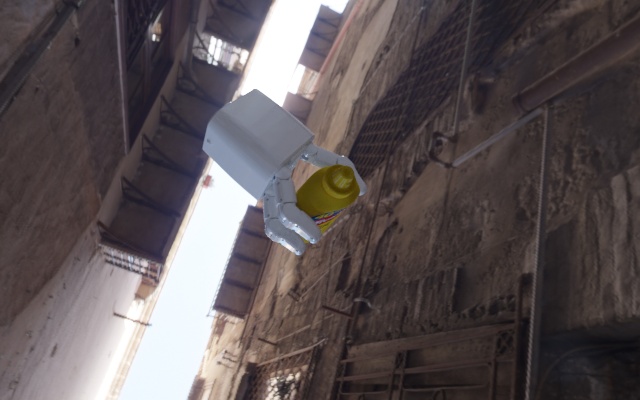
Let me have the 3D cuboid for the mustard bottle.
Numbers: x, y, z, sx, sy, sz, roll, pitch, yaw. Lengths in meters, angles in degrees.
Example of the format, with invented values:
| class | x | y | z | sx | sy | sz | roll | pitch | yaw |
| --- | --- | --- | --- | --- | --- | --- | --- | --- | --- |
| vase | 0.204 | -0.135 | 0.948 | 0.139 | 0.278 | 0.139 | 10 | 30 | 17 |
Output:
| class | x | y | z | sx | sy | sz | roll | pitch | yaw |
| --- | --- | --- | --- | --- | --- | --- | --- | --- | --- |
| mustard bottle | 0.000 | 0.002 | 0.634 | 0.096 | 0.058 | 0.192 | -20 | -14 | -26 |
